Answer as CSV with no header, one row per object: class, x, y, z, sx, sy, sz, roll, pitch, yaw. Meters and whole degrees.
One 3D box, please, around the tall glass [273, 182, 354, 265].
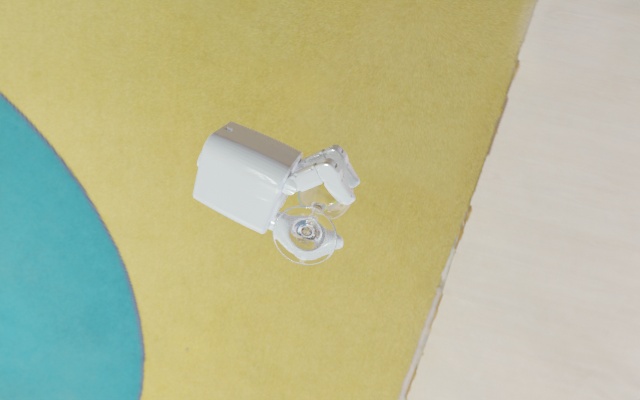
tall glass,0.000,0.002,0.622,0.079,0.079,0.201,0,22,12
